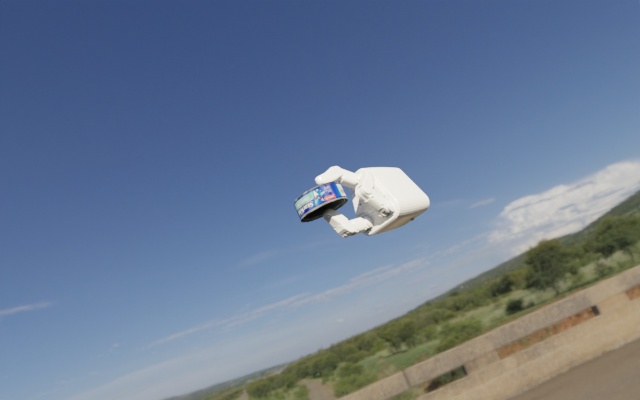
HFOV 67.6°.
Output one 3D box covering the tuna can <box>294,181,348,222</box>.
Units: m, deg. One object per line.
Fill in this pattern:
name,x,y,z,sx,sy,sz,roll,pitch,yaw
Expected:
tuna can,0.000,0.002,0.787,0.086,0.033,0.086,-24,-13,-6
